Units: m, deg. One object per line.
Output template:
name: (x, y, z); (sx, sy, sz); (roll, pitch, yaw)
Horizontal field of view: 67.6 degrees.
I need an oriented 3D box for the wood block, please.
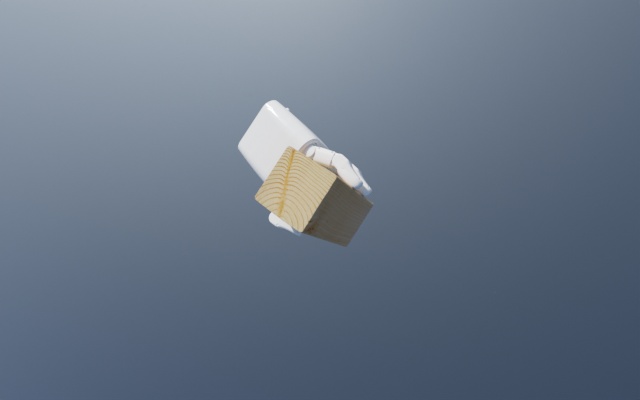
wood block: (0.000, 0.002, 0.732); (0.090, 0.091, 0.206); (34, 2, 23)
